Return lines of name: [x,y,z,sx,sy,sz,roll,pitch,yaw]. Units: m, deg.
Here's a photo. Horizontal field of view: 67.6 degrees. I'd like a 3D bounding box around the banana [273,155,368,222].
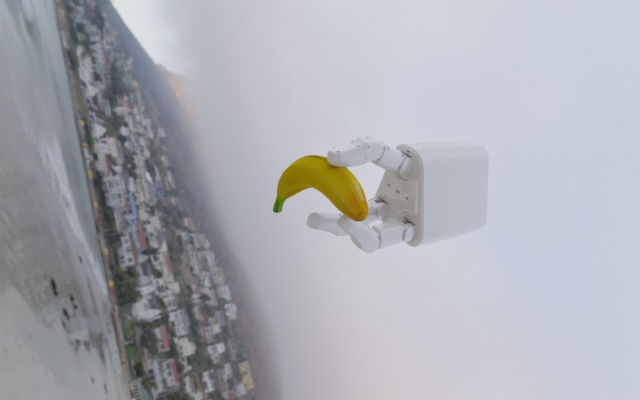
banana: [-0.003,-0.017,0.533,0.037,0.069,0.198,-6,4,-28]
